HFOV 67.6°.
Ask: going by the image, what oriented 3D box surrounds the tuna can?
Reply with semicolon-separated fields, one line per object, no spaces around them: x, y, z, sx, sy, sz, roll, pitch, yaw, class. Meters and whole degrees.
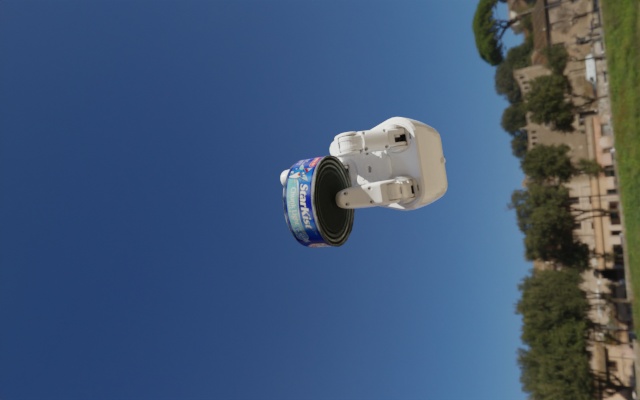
0.000;0.002;0.453;0.034;0.086;0.086;-5;-3;27;tuna can
